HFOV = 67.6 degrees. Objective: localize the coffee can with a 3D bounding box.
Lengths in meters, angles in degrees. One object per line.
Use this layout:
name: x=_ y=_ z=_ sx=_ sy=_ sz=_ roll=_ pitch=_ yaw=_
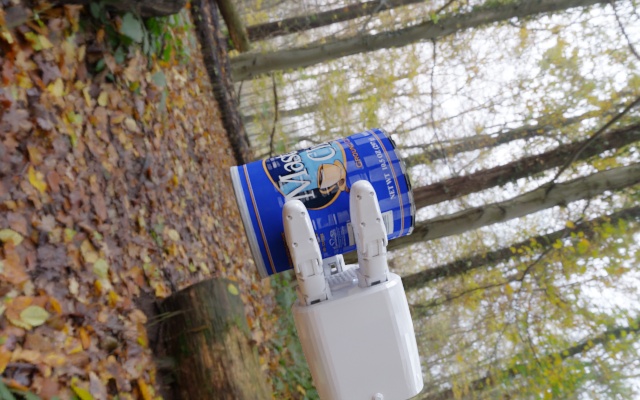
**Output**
coffee can: x=0.000 y=0.001 z=0.431 sx=0.140 sy=0.103 sz=0.103 roll=-16 pitch=2 yaw=-7
